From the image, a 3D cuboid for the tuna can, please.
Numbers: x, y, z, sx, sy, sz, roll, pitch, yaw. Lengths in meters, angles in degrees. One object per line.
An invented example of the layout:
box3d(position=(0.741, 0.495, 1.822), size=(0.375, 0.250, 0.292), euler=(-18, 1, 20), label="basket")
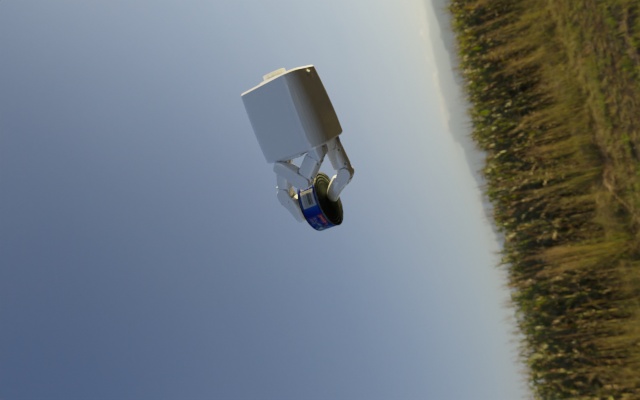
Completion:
box3d(position=(0.000, 0.003, 0.728), size=(0.034, 0.086, 0.086), euler=(-21, -9, 23), label="tuna can")
